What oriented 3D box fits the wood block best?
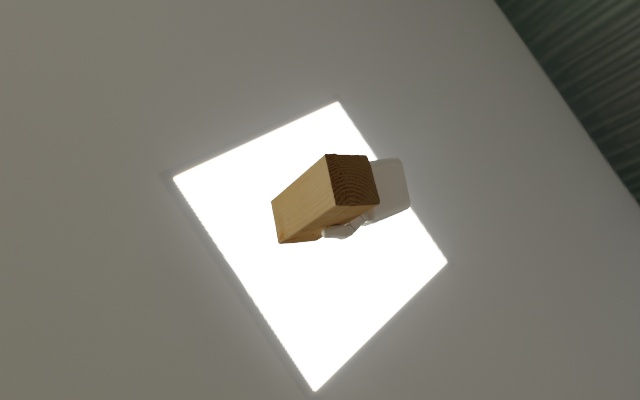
[{"bbox_3d":[0.000,0.003,0.837,0.090,0.090,0.206,-2,-21,-33],"label":"wood block"}]
